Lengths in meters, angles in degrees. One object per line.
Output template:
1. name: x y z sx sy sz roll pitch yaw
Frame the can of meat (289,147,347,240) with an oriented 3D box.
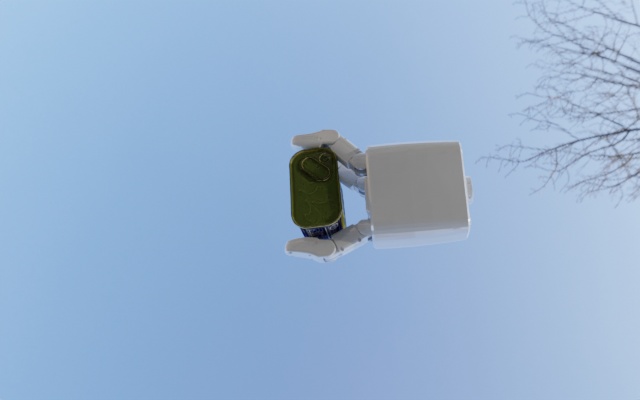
1. can of meat: 0.000 0.002 0.573 0.057 0.102 0.084 -8 -28 7
